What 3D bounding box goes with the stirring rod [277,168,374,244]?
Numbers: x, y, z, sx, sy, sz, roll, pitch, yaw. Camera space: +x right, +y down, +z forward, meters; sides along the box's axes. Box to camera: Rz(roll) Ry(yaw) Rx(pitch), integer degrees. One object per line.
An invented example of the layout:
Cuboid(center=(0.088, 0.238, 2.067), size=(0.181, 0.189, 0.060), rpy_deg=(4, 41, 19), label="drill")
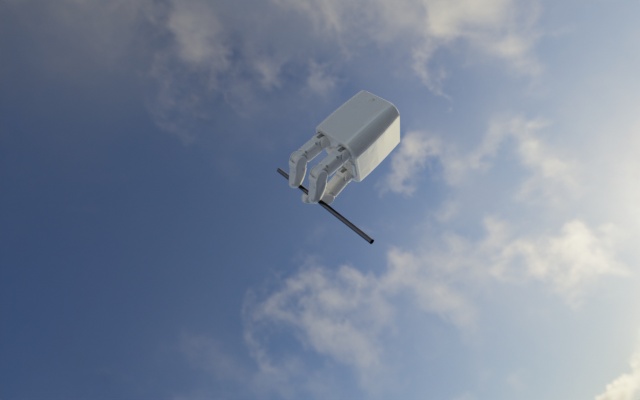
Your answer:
Cuboid(center=(0.000, 0.002, 0.749), size=(0.011, 0.011, 0.239), rpy_deg=(0, 27, -43), label="stirring rod")
